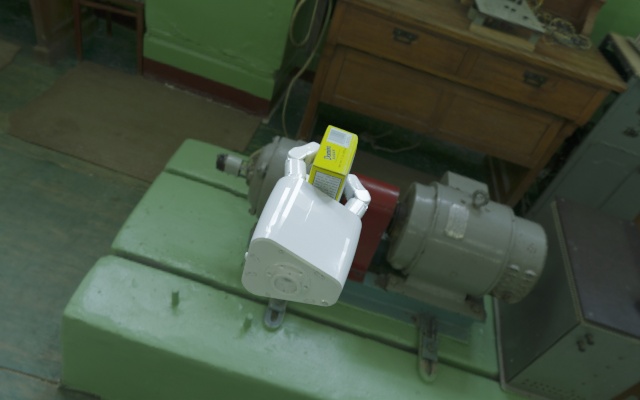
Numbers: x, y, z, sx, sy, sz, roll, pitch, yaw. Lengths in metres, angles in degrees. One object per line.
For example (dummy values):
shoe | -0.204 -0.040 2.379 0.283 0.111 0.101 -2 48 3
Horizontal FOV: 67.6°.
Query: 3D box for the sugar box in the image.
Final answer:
sugar box | 0.000 0.002 0.620 0.048 0.176 0.093 20 40 0
